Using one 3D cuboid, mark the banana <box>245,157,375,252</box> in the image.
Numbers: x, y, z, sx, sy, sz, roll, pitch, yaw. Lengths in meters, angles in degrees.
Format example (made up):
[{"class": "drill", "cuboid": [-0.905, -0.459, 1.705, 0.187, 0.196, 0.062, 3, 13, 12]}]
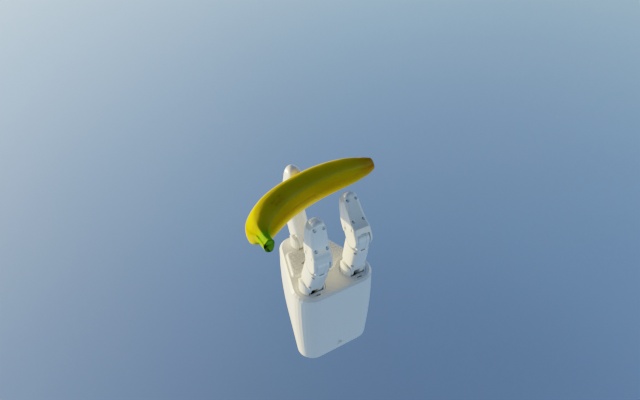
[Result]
[{"class": "banana", "cuboid": [-0.017, -0.002, 0.506, 0.069, 0.037, 0.197, 18, 38, 30]}]
